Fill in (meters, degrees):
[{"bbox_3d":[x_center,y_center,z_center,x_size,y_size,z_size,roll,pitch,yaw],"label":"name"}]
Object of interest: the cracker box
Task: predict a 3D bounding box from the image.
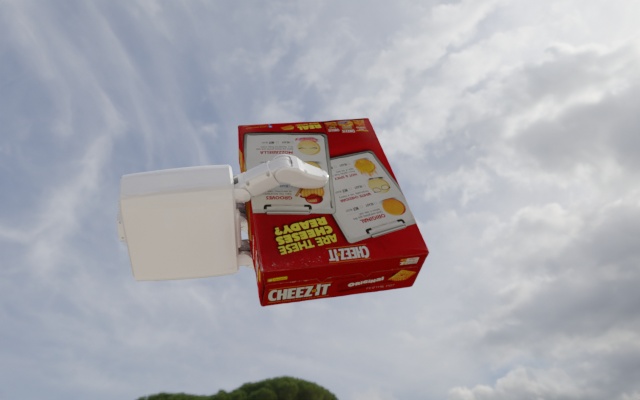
[{"bbox_3d":[0.000,0.001,0.528,0.164,0.213,0.072,-5,-42,-12],"label":"cracker box"}]
